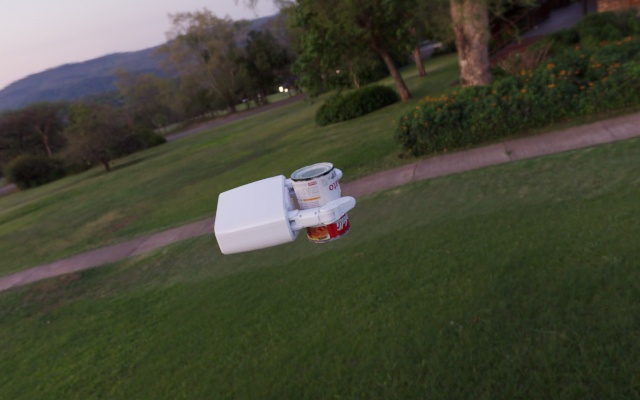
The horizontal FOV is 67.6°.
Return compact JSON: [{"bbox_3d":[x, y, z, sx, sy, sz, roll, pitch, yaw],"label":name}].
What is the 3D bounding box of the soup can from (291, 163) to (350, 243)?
[{"bbox_3d":[0.001,0.002,0.713,0.068,0.102,0.068,-14,19,5],"label":"soup can"}]
